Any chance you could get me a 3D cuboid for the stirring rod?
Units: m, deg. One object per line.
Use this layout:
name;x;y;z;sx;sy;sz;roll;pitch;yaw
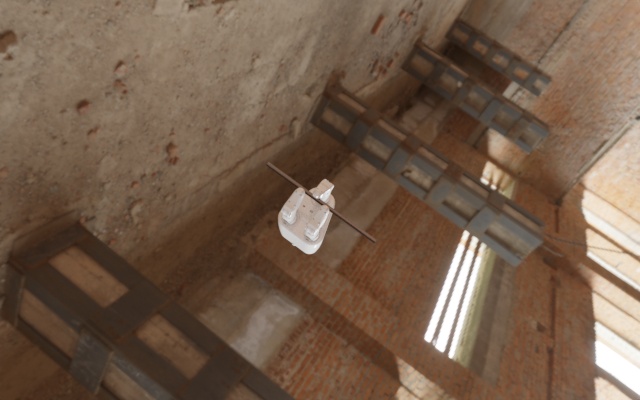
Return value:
stirring rod;0.000;0.003;0.857;0.239;0.011;0.011;36;5;7
